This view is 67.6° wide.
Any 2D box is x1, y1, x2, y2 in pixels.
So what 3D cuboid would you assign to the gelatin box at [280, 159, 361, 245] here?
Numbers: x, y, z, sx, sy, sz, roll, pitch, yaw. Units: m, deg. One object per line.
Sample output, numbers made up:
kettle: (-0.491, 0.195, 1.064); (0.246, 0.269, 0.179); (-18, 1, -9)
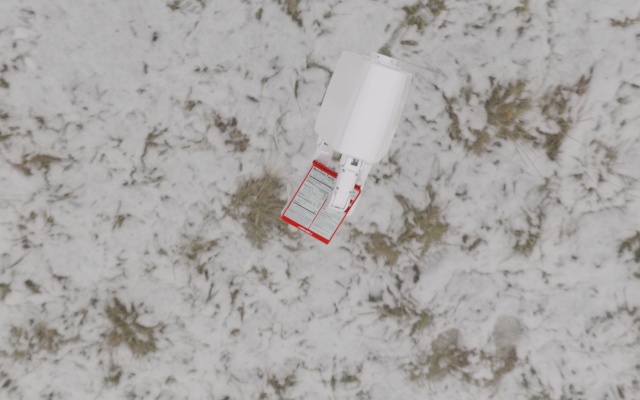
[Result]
gelatin box: (0.000, 0.002, 0.626); (0.073, 0.089, 0.030); (29, 12, -11)
